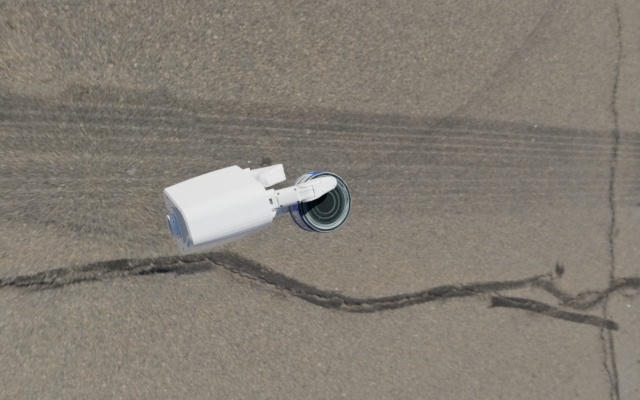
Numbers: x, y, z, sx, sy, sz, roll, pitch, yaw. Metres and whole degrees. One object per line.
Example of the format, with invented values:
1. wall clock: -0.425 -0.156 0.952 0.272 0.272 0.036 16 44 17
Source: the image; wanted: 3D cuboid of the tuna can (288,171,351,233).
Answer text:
1. tuna can: 0.000 0.002 0.664 0.086 0.086 0.034 0 0 -30
